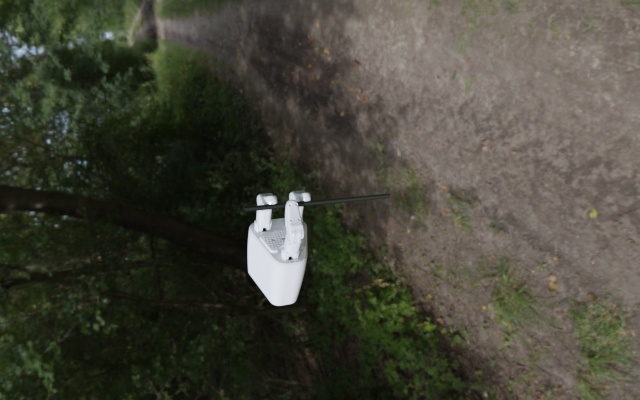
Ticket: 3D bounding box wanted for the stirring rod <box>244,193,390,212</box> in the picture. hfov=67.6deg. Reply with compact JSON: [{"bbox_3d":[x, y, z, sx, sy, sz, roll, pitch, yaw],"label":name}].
[{"bbox_3d":[0.000,0.003,0.744,0.239,0.011,0.011,-5,2,-20],"label":"stirring rod"}]
